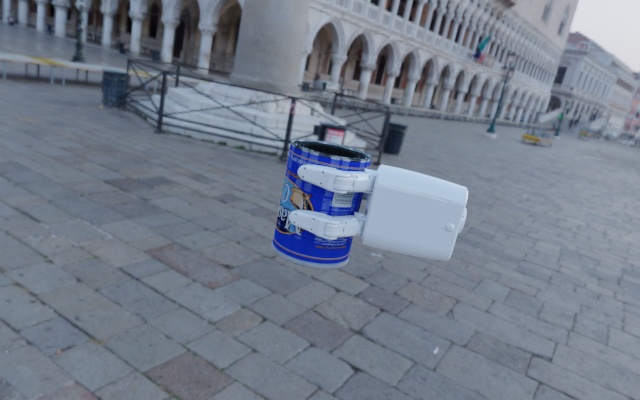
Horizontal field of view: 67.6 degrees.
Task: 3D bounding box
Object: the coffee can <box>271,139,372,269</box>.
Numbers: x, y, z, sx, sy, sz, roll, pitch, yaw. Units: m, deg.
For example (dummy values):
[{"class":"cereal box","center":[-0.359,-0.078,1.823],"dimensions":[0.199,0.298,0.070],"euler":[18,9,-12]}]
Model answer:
[{"class":"coffee can","center":[0.000,0.002,0.606],"dimensions":[0.103,0.140,0.102],"euler":[11,15,-3]}]
